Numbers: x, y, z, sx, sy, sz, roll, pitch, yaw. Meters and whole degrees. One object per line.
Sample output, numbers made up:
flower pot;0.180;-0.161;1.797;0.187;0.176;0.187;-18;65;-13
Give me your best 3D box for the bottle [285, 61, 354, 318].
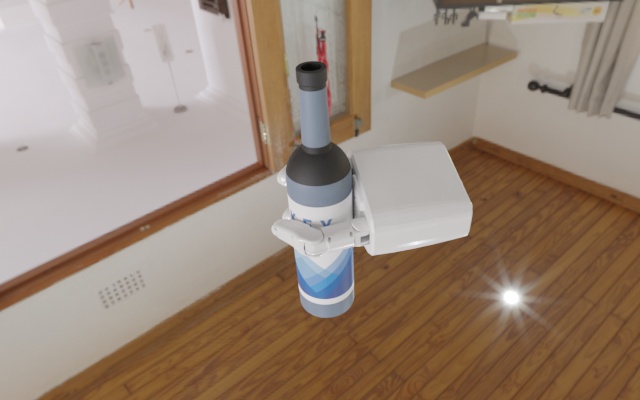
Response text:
bottle;0.000;0.002;0.500;0.069;0.296;0.069;-3;37;2
